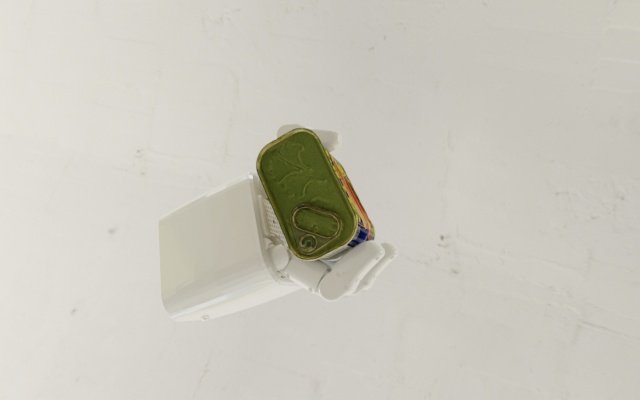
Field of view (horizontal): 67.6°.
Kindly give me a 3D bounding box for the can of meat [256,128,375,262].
[{"bbox_3d":[0.000,0.001,0.401,0.057,0.102,0.084,-29,-18,11],"label":"can of meat"}]
